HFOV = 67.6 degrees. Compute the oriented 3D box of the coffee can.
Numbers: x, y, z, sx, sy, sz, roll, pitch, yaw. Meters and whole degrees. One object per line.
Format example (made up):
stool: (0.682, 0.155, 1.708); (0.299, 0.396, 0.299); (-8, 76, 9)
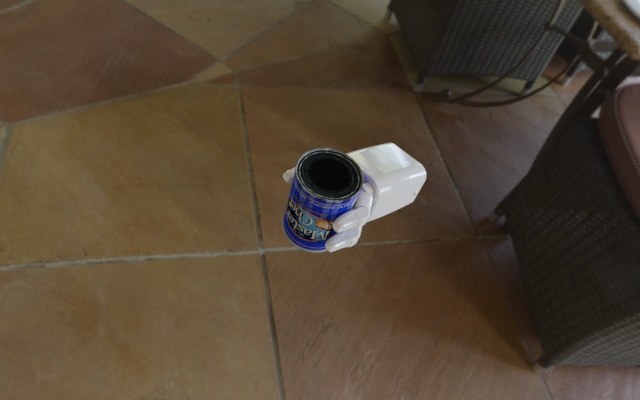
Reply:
coffee can: (0.000, 0.003, 0.749); (0.103, 0.102, 0.140); (0, -37, -14)
